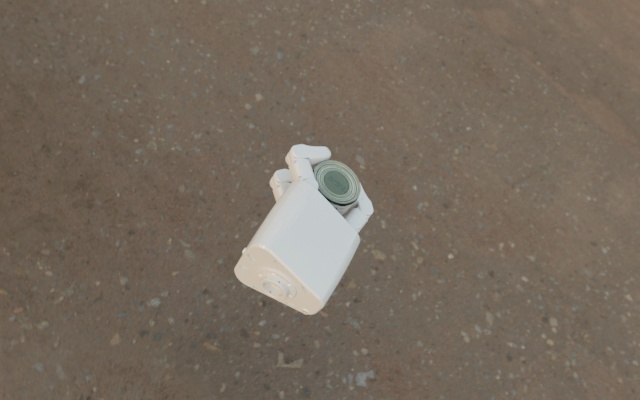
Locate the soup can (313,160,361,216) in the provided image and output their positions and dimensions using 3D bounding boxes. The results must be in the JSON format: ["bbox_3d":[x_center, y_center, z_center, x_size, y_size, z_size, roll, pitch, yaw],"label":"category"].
[{"bbox_3d":[0.001,0.002,0.627,0.068,0.068,0.102,0,-31,-28],"label":"soup can"}]
